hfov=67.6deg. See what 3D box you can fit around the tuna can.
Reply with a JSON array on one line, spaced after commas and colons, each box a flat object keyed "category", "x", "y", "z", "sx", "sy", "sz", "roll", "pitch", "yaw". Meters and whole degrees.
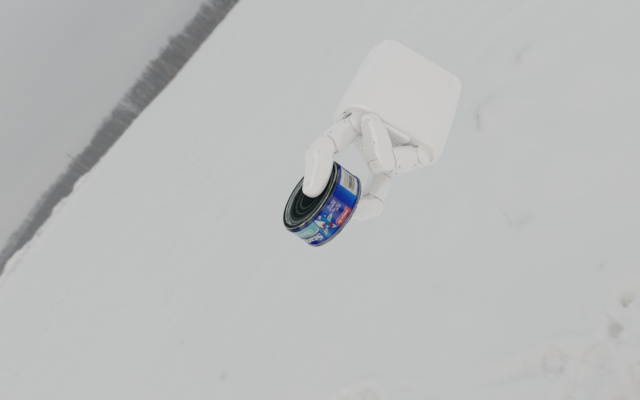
[{"category": "tuna can", "x": 0.000, "y": 0.001, "z": 0.485, "sx": 0.034, "sy": 0.086, "sz": 0.086, "roll": 35, "pitch": -16, "yaw": -25}]
